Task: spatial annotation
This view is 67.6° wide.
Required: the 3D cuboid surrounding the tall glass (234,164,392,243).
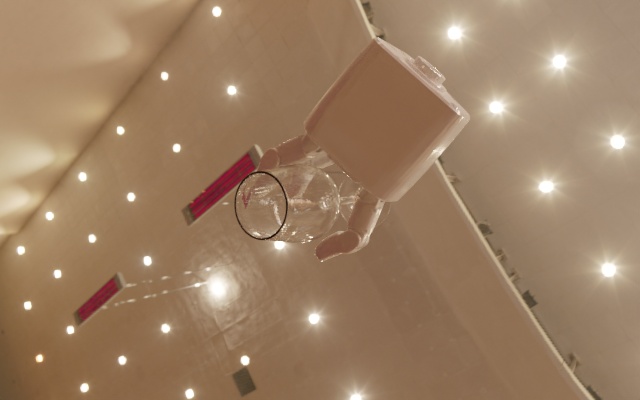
[{"bbox_3d":[0.000,0.002,0.506,0.079,0.079,0.201,0,2,33],"label":"tall glass"}]
